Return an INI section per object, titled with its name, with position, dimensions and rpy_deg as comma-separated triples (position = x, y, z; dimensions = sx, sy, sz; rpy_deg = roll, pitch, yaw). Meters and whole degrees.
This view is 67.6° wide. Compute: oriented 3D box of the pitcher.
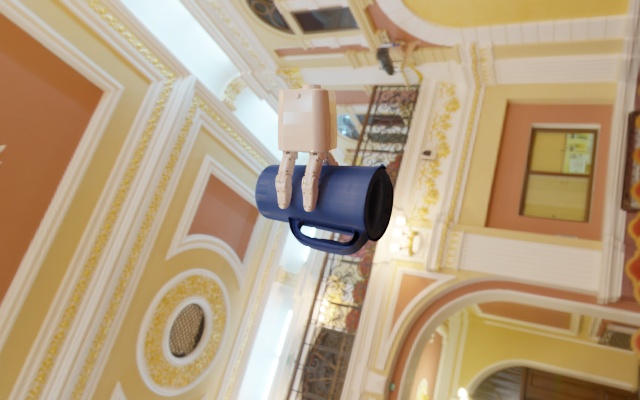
[pitcher]
position = 0.000, 0.003, 0.876
dimensions = 0.243, 0.145, 0.149
rpy_deg = 6, 14, 28
